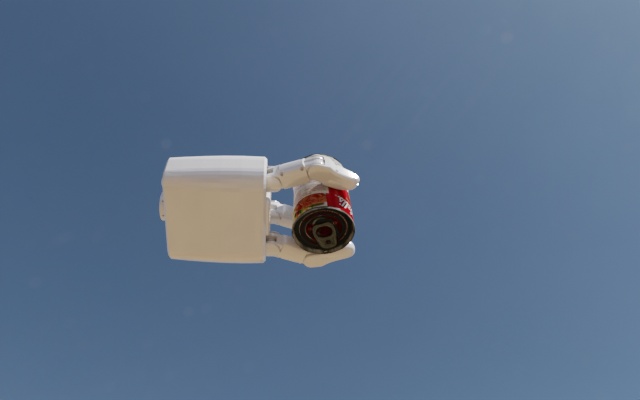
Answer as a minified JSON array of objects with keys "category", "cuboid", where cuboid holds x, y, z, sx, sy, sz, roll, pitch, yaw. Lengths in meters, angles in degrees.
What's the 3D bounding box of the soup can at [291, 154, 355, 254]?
[{"category":"soup can","cuboid":[0.001,0.002,0.546,0.068,0.069,0.102,0,39,-5]}]
